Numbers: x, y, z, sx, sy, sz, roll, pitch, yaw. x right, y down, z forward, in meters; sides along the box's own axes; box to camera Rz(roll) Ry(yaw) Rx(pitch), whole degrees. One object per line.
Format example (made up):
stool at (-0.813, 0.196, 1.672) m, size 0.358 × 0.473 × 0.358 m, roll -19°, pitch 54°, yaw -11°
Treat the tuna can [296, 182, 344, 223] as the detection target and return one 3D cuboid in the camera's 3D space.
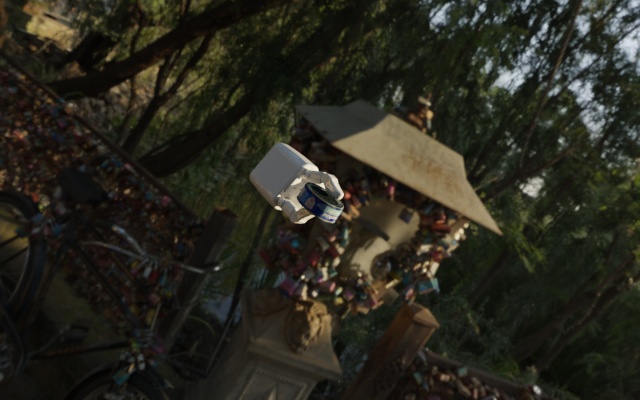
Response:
tuna can at (0.000, 0.002, 0.888) m, size 0.086 × 0.034 × 0.086 m, roll 32°, pitch 15°, yaw -10°
